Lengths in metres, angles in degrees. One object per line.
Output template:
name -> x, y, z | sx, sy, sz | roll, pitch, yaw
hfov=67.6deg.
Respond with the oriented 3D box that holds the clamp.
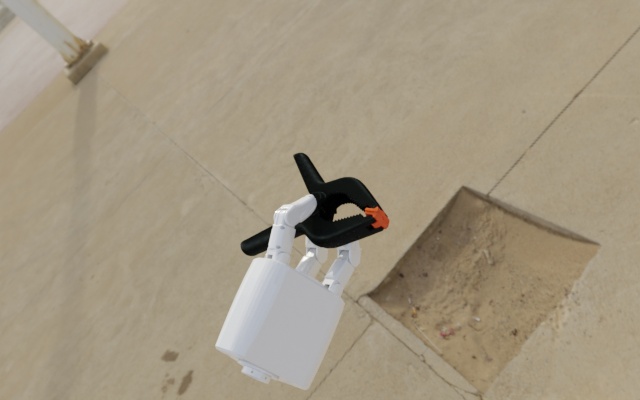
clamp -> 0.000, 0.002, 0.599 | 0.210, 0.164, 0.036 | -1, -33, 43
